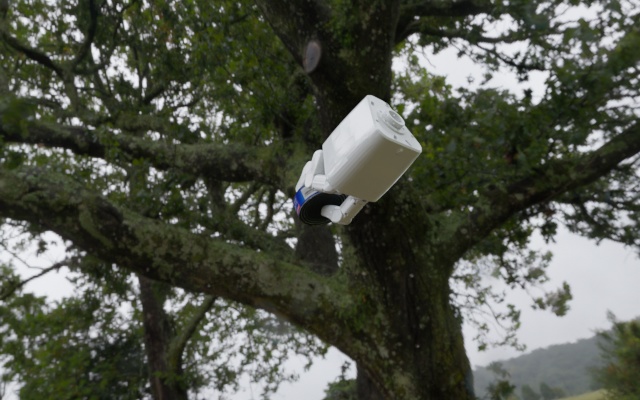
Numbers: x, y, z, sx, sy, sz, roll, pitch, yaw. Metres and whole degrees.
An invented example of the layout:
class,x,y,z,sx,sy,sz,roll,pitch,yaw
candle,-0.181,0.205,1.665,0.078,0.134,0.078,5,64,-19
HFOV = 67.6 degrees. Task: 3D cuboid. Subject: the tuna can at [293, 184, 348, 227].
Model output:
class,x,y,z,sx,sy,sz,roll,pitch,yaw
tuna can,0.000,0.002,0.776,0.086,0.033,0.086,-16,-38,-13
